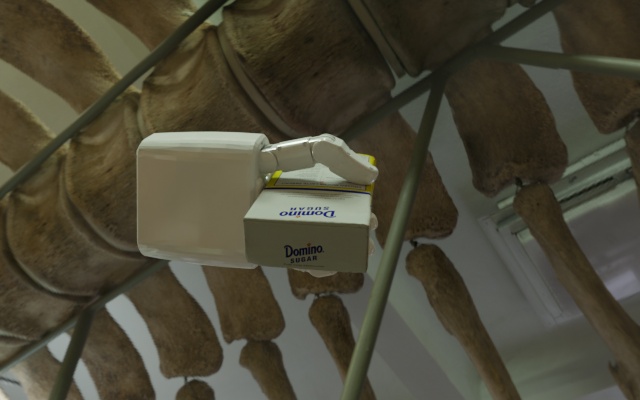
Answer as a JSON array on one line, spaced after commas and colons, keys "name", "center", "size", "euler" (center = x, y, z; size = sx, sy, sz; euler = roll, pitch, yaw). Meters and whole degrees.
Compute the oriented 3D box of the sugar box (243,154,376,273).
[{"name": "sugar box", "center": [0.000, 0.002, 0.421], "size": [0.093, 0.048, 0.176], "euler": [3, 24, 7]}]
